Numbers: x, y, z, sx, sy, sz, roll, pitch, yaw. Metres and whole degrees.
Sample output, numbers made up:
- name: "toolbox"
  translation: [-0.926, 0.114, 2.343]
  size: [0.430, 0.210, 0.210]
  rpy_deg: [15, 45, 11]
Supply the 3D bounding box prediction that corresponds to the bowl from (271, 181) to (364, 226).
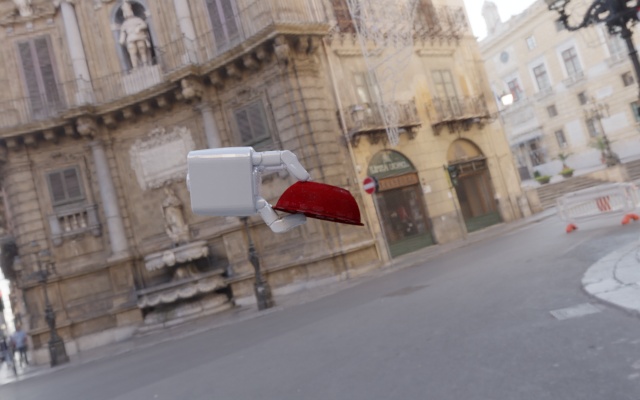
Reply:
- name: "bowl"
  translation: [0.001, 0.002, 0.812]
  size: [0.162, 0.055, 0.162]
  rpy_deg: [11, -5, 1]
